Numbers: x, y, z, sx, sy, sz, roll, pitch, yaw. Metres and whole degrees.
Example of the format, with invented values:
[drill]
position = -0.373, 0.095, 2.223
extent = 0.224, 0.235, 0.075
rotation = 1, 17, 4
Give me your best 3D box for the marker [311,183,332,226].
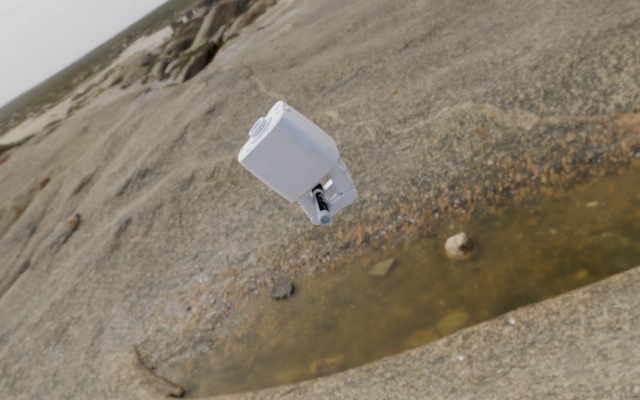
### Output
[marker]
position = 0.000, 0.002, 0.730
extent = 0.020, 0.020, 0.121
rotation = 0, 26, -8
